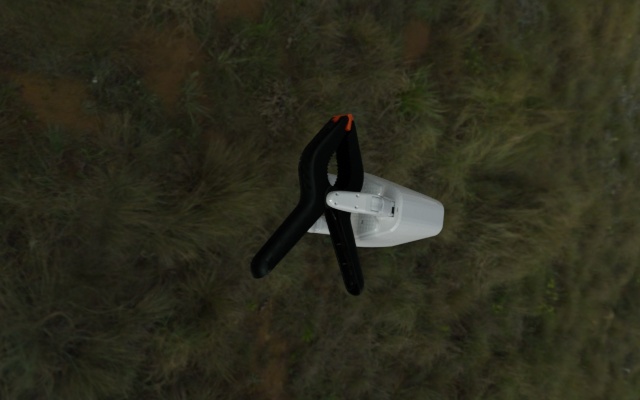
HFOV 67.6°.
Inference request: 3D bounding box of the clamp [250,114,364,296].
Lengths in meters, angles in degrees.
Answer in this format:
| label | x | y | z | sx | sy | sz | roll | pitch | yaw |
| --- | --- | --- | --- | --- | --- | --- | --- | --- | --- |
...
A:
| label | x | y | z | sx | sy | sz | roll | pitch | yaw |
| --- | --- | --- | --- | --- | --- | --- | --- | --- | --- |
| clamp | 0.001 | 0.001 | 0.535 | 0.036 | 0.210 | 0.164 | 2 | -6 | 45 |
